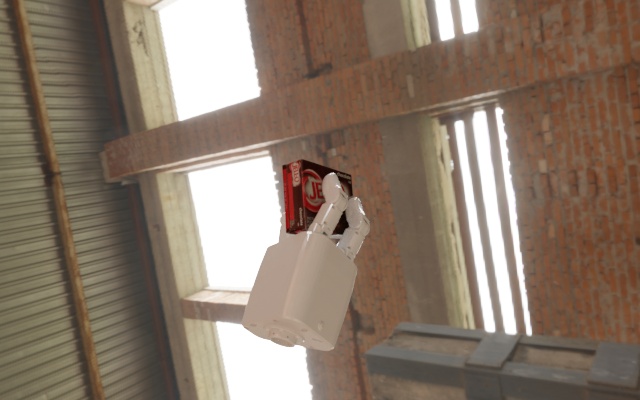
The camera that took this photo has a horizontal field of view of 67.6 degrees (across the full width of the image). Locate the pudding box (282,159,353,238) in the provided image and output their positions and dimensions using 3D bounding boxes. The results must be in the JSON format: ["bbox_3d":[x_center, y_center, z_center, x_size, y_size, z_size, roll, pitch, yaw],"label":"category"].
[{"bbox_3d":[0.000,0.002,0.624,0.039,0.090,0.113,-12,-15,34],"label":"pudding box"}]
